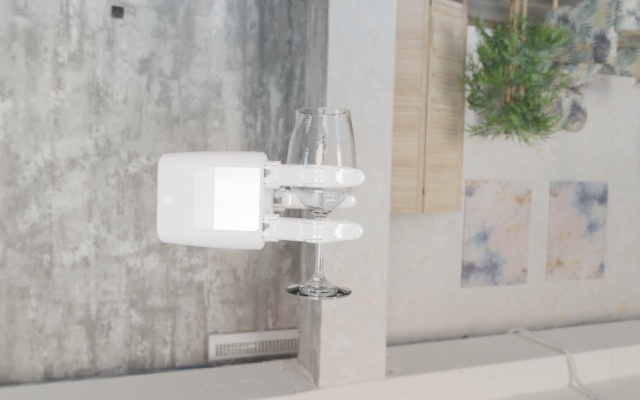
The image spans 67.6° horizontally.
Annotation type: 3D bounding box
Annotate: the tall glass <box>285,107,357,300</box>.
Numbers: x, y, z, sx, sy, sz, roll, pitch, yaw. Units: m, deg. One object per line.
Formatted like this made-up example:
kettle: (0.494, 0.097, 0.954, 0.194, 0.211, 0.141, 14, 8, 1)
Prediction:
tall glass: (0.000, 0.002, 0.527, 0.079, 0.201, 0.079, 2, 2, 0)
